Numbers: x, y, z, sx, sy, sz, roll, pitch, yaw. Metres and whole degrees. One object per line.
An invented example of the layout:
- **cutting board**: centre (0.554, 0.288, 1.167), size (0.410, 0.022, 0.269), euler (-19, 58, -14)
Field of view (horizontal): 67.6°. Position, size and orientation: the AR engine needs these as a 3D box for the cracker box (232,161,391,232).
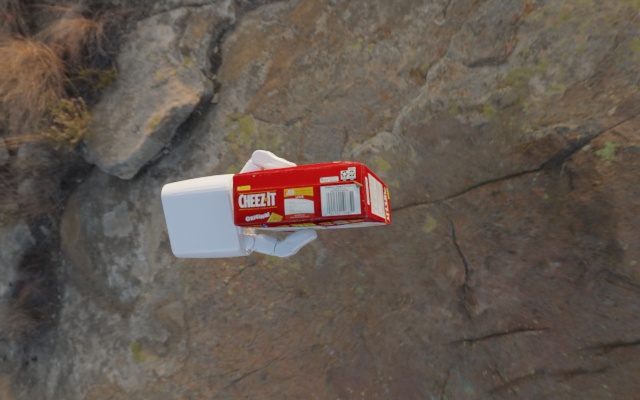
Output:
- **cracker box**: centre (0.000, 0.002, 0.649), size (0.164, 0.072, 0.214), euler (-5, -6, 15)
